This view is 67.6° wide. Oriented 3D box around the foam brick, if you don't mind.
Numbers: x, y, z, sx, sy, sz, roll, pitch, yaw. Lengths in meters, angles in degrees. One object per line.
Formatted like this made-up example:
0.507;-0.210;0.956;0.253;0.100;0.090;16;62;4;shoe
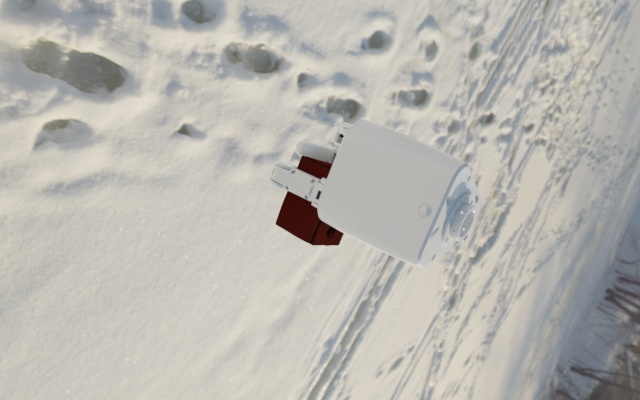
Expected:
0.000;0.002;0.482;0.051;0.078;0.053;27;10;31;foam brick
